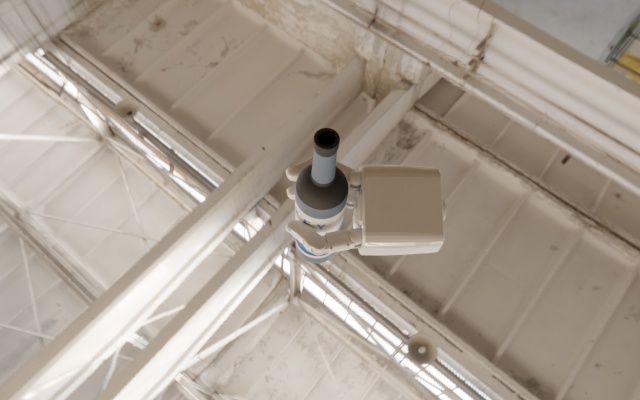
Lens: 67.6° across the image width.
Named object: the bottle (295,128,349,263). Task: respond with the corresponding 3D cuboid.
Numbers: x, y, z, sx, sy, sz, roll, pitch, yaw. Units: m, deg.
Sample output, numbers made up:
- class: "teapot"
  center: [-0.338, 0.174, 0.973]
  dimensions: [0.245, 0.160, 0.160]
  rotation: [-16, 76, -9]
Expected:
- class: "bottle"
  center: [0.000, 0.002, 0.625]
  dimensions: [0.069, 0.069, 0.296]
  rotation: [0, -27, -3]
